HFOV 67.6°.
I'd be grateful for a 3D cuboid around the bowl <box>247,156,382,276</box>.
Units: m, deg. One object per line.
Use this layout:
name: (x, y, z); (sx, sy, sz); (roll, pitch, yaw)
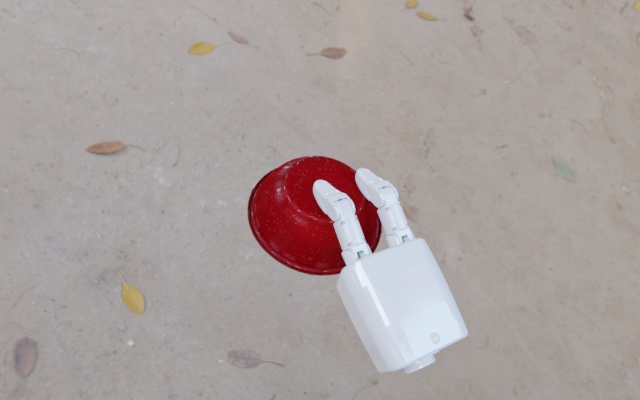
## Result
bowl: (-0.001, 0.001, 0.544); (0.162, 0.162, 0.055); (0, -36, -15)
